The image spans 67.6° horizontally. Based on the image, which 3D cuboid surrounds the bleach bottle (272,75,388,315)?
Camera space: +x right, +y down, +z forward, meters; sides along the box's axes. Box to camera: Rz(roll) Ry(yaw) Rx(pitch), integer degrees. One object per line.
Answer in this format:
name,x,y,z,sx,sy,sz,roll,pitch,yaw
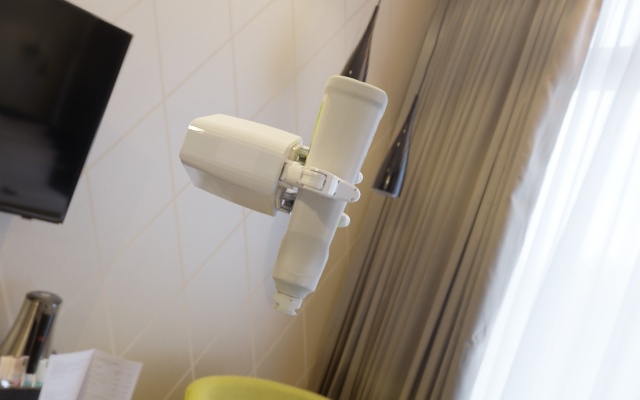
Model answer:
bleach bottle,0.000,0.002,0.518,0.068,0.251,0.102,19,-2,2
